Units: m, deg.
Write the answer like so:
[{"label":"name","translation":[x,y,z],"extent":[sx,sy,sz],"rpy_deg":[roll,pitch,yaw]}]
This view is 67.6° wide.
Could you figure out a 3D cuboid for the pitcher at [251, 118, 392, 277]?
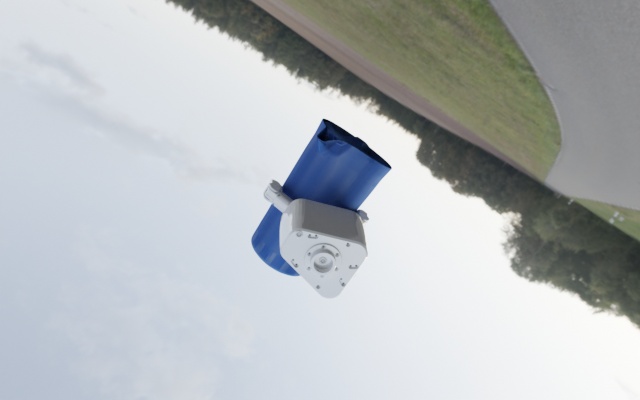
[{"label":"pitcher","translation":[0.000,0.003,0.778],"extent":[0.149,0.243,0.145],"rpy_deg":[32,15,-12]}]
